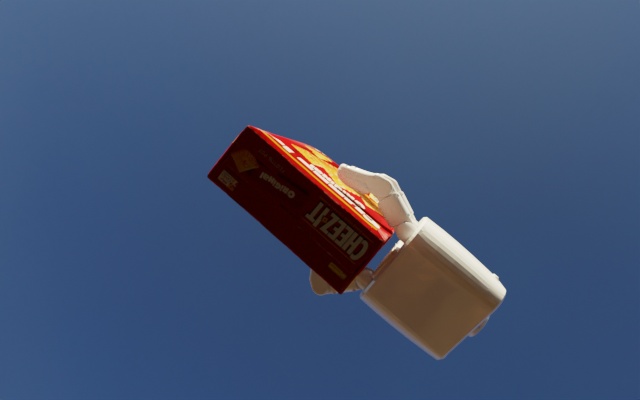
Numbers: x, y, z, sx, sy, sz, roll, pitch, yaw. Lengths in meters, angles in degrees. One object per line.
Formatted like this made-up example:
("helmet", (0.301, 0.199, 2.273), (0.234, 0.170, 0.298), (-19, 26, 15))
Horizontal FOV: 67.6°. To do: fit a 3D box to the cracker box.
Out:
("cracker box", (0.000, 0.002, 0.519), (0.164, 0.072, 0.213), (40, 9, 9))
